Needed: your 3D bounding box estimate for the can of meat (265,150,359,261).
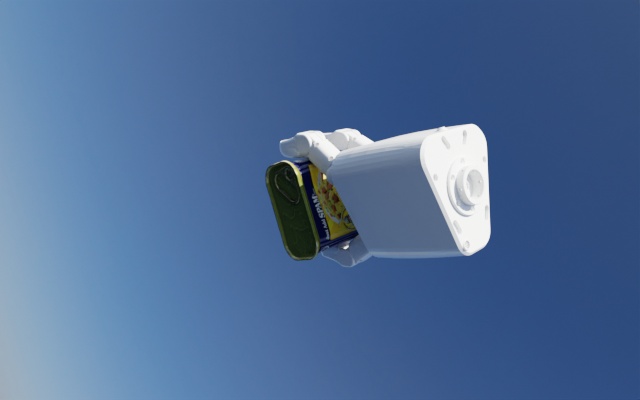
[{"bbox_3d":[0.000,0.002,0.504,0.084,0.102,0.057,-18,3,-38],"label":"can of meat"}]
